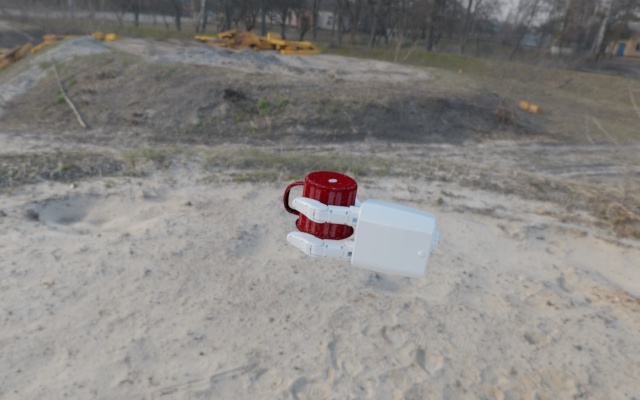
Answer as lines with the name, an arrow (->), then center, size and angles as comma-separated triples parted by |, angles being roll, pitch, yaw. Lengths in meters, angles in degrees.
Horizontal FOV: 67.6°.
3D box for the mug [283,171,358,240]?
mug -> -0.001, 0.002, 0.735 | 0.117, 0.081, 0.093 | 12, 22, 9
